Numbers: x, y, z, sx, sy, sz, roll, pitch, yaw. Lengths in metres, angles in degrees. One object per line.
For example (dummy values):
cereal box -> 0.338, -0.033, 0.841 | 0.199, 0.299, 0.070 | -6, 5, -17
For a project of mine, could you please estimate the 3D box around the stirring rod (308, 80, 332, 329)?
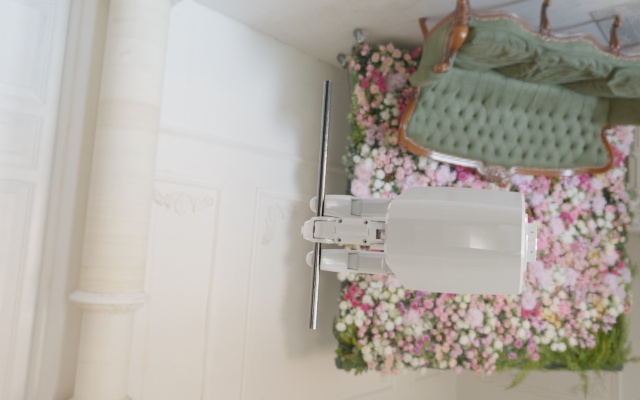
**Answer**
stirring rod -> 0.000, 0.001, 0.463 | 0.011, 0.239, 0.011 | 4, -5, 0
